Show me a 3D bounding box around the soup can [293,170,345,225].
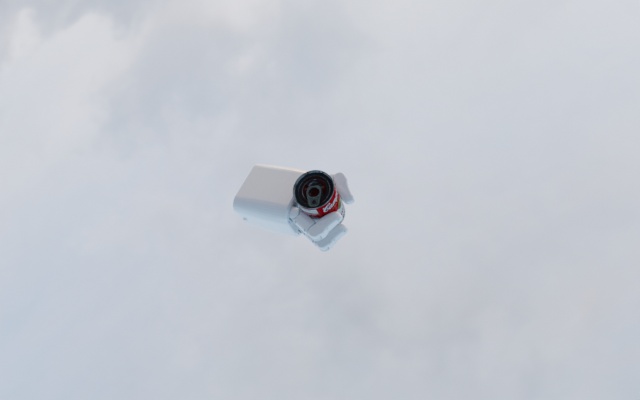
[{"bbox_3d":[0.001,0.003,0.796,0.068,0.068,0.102,0,-24,15],"label":"soup can"}]
